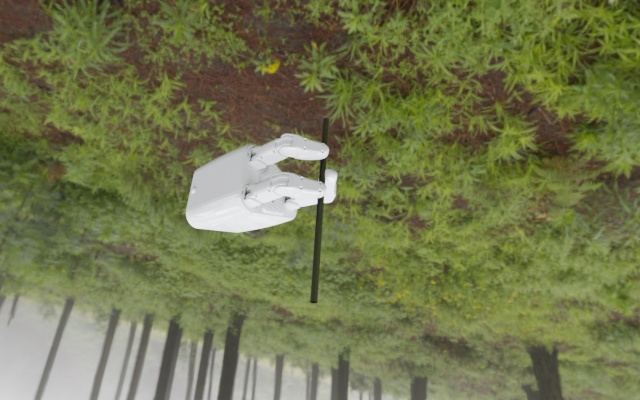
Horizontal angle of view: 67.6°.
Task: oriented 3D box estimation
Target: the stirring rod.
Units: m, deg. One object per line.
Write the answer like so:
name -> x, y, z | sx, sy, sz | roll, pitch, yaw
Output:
stirring rod -> 0.000, 0.002, 0.562 | 0.011, 0.239, 0.011 | 3, -28, 2
